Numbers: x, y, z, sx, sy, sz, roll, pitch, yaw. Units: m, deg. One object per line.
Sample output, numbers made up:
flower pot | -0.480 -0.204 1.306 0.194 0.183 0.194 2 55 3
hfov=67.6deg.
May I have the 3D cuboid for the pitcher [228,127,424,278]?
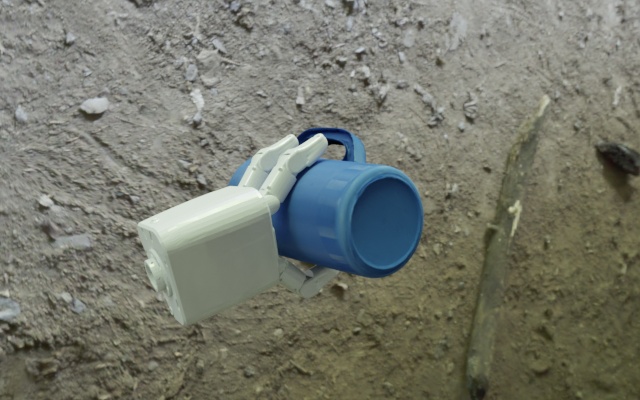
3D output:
pitcher | 0.000 0.002 0.544 0.145 0.149 0.243 -23 16 -30
